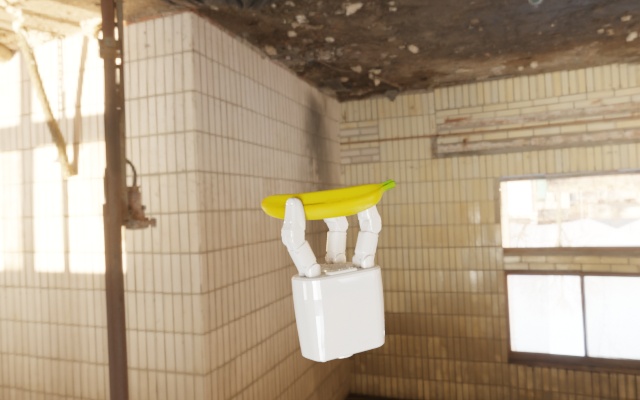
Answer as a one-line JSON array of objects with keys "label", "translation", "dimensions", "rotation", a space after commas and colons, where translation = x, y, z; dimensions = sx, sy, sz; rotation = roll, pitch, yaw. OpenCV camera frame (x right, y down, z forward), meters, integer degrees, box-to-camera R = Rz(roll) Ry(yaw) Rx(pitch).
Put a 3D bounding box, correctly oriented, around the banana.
[{"label": "banana", "translation": [-0.004, 0.004, 0.625], "dimensions": [0.198, 0.037, 0.069], "rotation": [-6, 6, 24]}]
